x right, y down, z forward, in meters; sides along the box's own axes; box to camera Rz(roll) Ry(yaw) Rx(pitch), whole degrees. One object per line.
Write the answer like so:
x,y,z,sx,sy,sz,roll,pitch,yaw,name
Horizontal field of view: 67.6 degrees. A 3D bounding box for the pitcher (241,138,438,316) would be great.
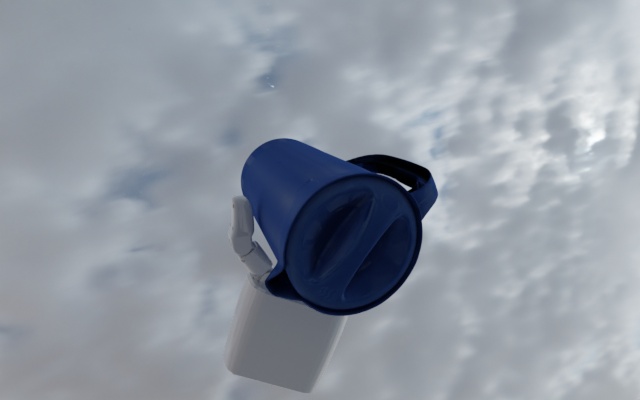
0.000,0.002,0.514,0.149,0.145,0.242,12,13,-25,pitcher
